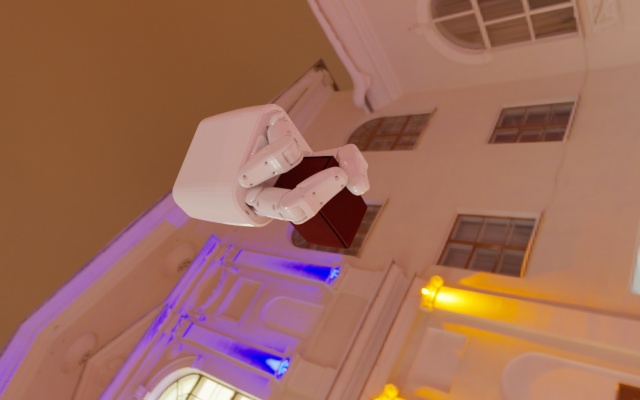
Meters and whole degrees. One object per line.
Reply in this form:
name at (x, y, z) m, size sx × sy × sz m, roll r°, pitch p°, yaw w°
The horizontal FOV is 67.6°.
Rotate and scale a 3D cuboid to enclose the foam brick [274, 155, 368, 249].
foam brick at (0.000, 0.002, 0.459) m, size 0.051 × 0.053 × 0.078 m, roll 1°, pitch -40°, yaw 40°
